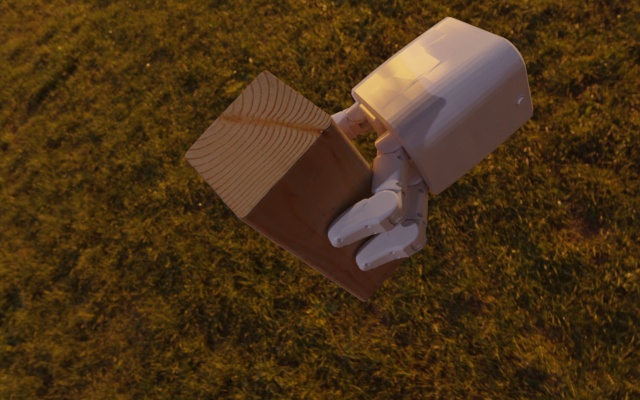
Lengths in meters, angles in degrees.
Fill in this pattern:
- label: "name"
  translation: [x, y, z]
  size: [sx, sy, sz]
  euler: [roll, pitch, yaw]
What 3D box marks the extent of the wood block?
- label: "wood block"
  translation: [0.000, 0.001, 0.406]
  size: [0.090, 0.090, 0.206]
  euler: [43, 0, 38]
